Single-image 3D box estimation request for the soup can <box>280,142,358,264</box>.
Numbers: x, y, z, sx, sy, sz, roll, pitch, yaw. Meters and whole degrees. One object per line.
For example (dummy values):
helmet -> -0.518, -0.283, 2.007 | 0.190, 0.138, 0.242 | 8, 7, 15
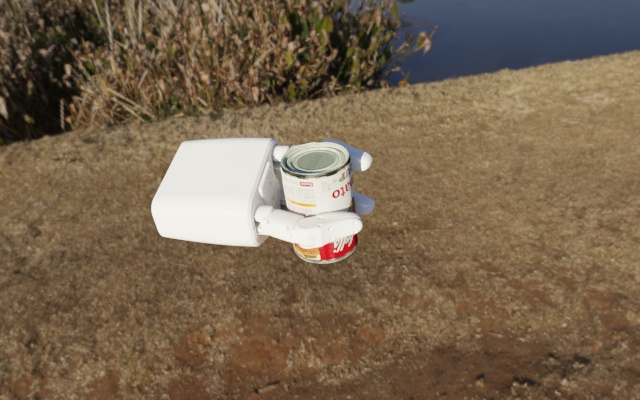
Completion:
soup can -> 0.001, 0.001, 0.471 | 0.068, 0.102, 0.068 | -5, 33, 3
